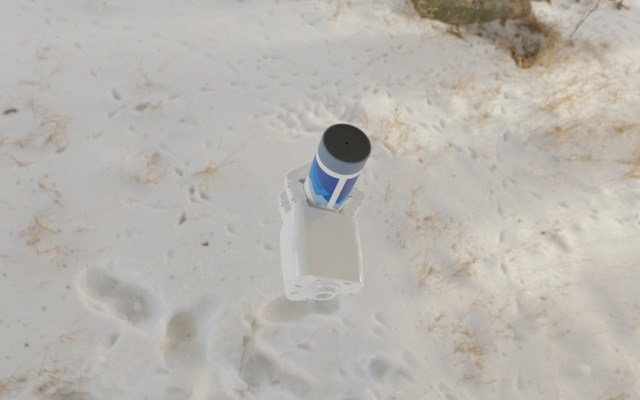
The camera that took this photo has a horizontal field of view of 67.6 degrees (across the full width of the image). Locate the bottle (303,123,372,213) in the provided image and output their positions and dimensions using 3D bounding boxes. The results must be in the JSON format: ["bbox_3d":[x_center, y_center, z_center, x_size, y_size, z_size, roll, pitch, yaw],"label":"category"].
[{"bbox_3d":[0.000,0.002,0.730,0.069,0.069,0.296,0,-31,-16],"label":"bottle"}]
